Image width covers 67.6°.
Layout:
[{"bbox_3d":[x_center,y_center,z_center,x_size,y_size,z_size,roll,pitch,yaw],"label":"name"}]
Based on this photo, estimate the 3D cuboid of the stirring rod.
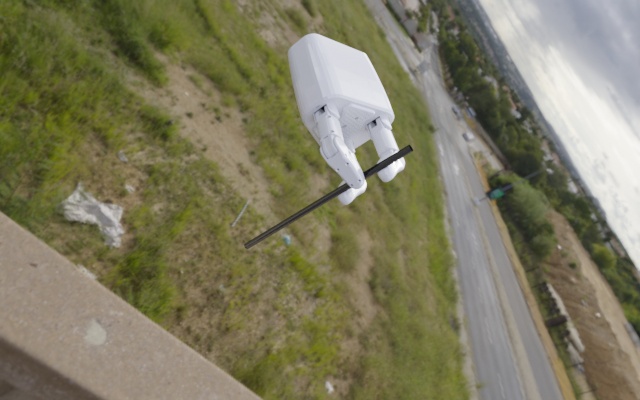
[{"bbox_3d":[0.000,0.002,0.541,0.239,0.011,0.011,-31,-15,27],"label":"stirring rod"}]
